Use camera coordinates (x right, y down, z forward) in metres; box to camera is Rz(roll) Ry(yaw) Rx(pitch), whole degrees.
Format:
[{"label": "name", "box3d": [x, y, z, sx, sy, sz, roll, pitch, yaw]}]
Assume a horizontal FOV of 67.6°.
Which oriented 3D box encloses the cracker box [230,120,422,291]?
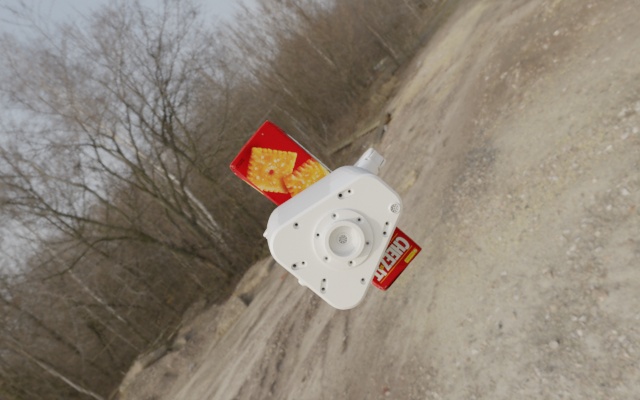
[{"label": "cracker box", "box3d": [0.000, 0.002, 0.573, 0.214, 0.072, 0.164, 40, 1, -7]}]
